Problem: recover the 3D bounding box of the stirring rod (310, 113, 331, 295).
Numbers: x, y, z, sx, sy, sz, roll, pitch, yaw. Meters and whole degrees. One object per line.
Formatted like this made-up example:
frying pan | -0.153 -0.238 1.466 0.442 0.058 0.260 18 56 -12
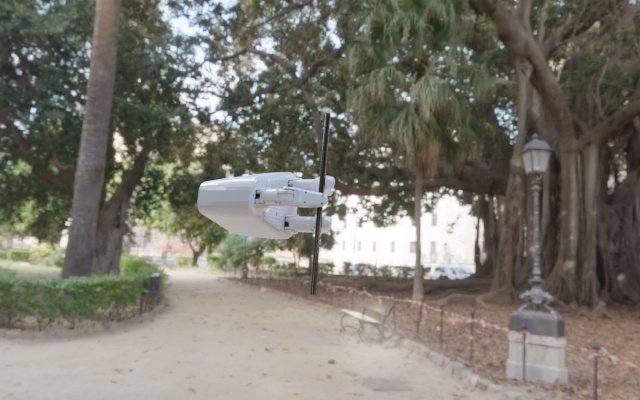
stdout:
stirring rod | 0.000 0.002 0.629 0.011 0.239 0.011 5 -8 1
